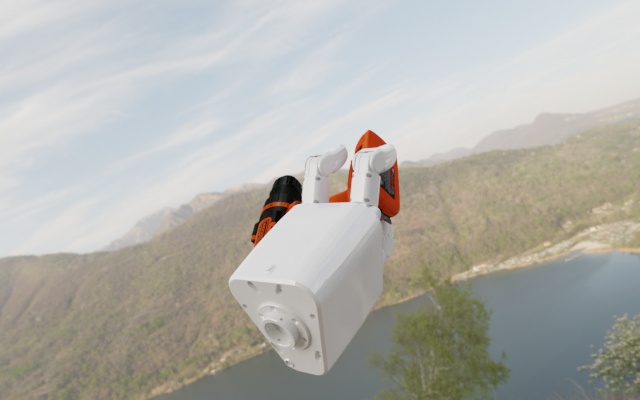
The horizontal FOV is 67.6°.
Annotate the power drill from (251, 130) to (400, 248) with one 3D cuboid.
[{"bbox_3d":[0.000,0.002,0.543,0.188,0.184,0.057,-35,-59,31],"label":"power drill"}]
